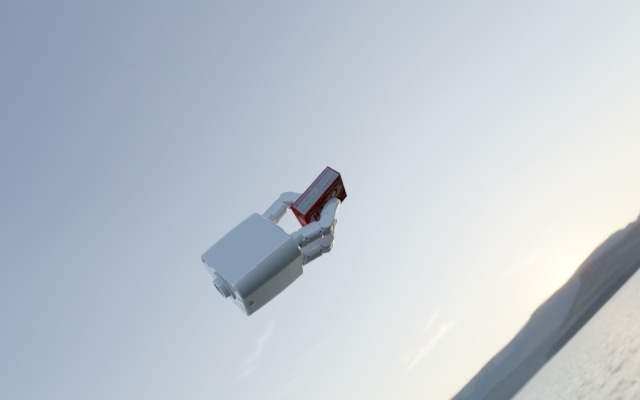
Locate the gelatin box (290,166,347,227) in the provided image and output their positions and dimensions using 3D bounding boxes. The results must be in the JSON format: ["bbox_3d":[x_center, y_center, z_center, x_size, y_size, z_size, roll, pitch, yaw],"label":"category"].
[{"bbox_3d":[0.000,0.002,0.728,0.030,0.089,0.073,34,-15,25],"label":"gelatin box"}]
